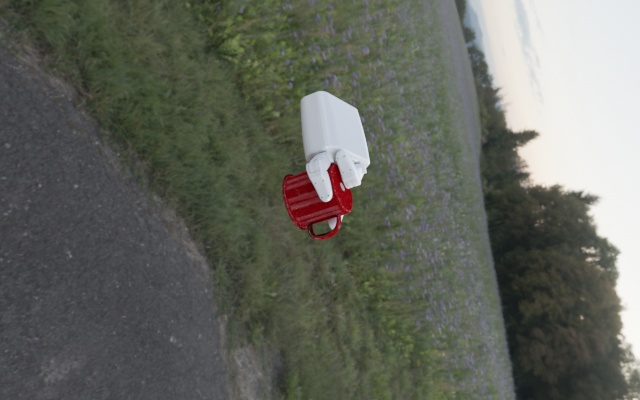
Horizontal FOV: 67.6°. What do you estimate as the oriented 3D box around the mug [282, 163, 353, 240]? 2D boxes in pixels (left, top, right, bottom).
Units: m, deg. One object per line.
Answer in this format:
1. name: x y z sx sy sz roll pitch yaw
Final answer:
1. mug: 0.000 0.004 0.735 0.081 0.117 0.093 -17 -23 21
